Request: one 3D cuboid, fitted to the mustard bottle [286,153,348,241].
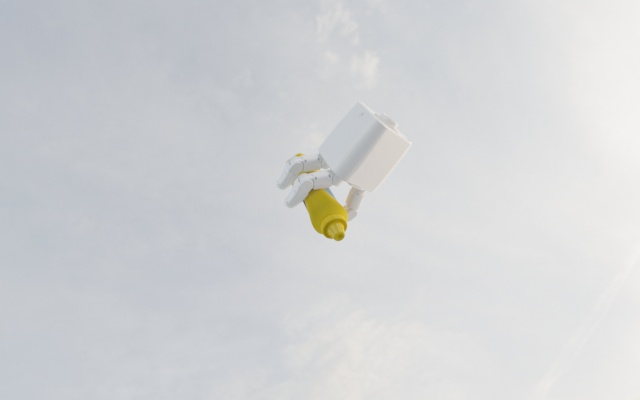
[{"bbox_3d":[0.000,0.003,0.789,0.058,0.096,0.191,-31,39,1],"label":"mustard bottle"}]
